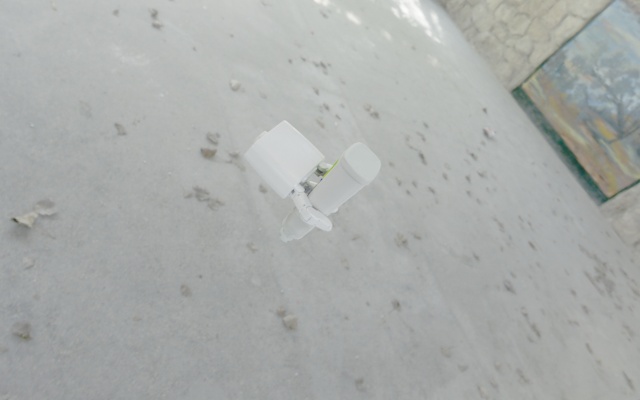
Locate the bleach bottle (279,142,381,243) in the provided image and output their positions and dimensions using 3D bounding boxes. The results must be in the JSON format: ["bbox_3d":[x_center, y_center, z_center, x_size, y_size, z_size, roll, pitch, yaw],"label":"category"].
[{"bbox_3d":[0.000,0.003,0.880,0.251,0.068,0.102,-44,2,33],"label":"bleach bottle"}]
